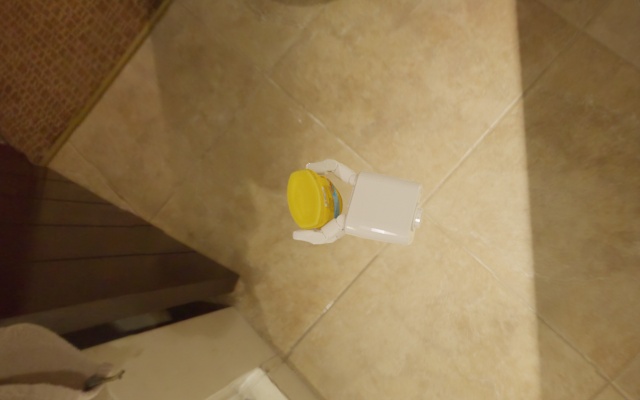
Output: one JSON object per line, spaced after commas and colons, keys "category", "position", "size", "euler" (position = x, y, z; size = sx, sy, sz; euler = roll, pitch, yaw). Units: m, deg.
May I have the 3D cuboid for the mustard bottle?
{"category": "mustard bottle", "position": [0.000, 0.003, 0.849], "size": [0.058, 0.096, 0.191], "euler": [-14, -7, 15]}
